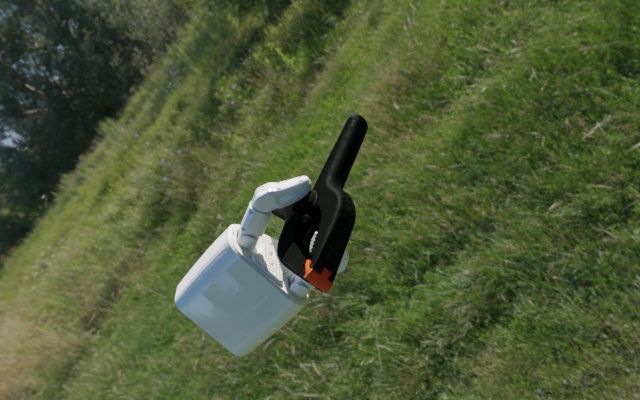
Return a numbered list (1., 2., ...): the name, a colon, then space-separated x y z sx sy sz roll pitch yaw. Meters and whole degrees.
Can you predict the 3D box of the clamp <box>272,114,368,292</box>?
1. clamp: -0.001 0.002 0.488 0.036 0.164 0.209 37 20 -26
